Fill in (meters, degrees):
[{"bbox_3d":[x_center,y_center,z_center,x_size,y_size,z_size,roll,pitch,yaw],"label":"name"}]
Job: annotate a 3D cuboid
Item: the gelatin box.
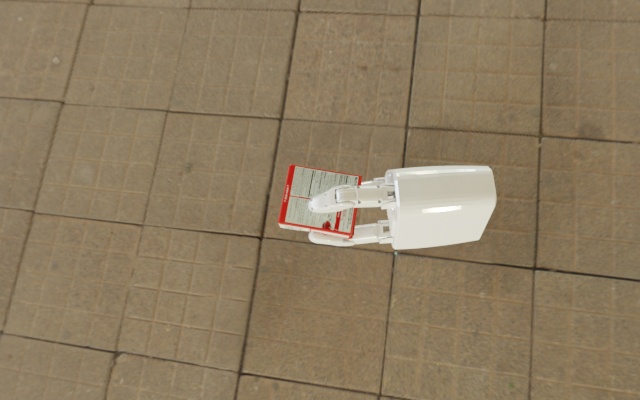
[{"bbox_3d":[0.000,0.002,0.563,0.089,0.073,0.030,9,-13,1],"label":"gelatin box"}]
